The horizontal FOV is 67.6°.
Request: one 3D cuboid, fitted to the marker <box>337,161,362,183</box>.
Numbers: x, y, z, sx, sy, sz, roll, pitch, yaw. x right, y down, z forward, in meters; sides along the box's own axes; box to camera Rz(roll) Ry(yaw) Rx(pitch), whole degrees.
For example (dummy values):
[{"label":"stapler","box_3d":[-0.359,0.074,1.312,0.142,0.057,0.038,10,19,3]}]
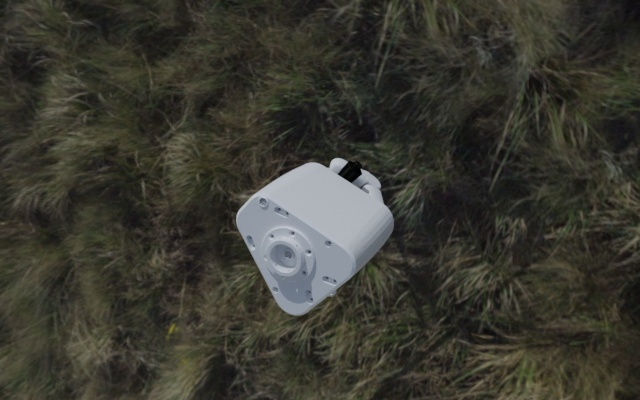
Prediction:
[{"label":"marker","box_3d":[0.000,0.002,0.497,0.121,0.020,0.020,-44,-25,28]}]
